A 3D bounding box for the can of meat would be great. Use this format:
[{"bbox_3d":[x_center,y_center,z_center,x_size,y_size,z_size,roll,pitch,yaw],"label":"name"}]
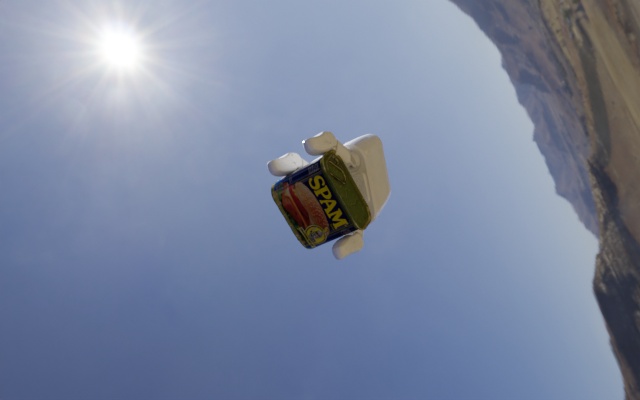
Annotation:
[{"bbox_3d":[0.000,0.002,0.589,0.084,0.102,0.057,-25,10,28],"label":"can of meat"}]
